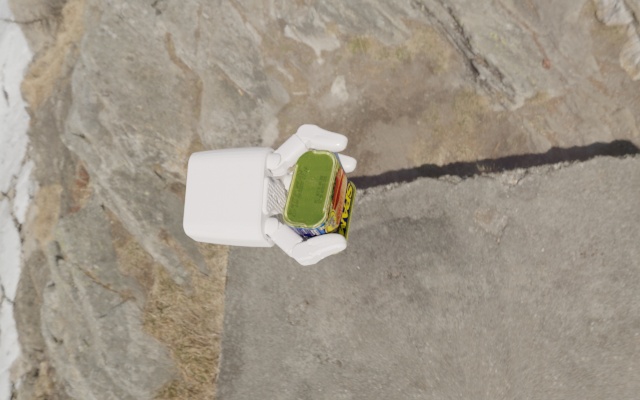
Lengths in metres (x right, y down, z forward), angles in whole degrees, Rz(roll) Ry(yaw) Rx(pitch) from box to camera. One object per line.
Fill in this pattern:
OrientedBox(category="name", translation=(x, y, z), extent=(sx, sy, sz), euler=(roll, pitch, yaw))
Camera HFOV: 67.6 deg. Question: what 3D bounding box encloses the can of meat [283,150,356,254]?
OrientedBox(category="can of meat", translation=(0.000, 0.002, 0.566), extent=(0.057, 0.102, 0.084), euler=(3, -24, 21))
